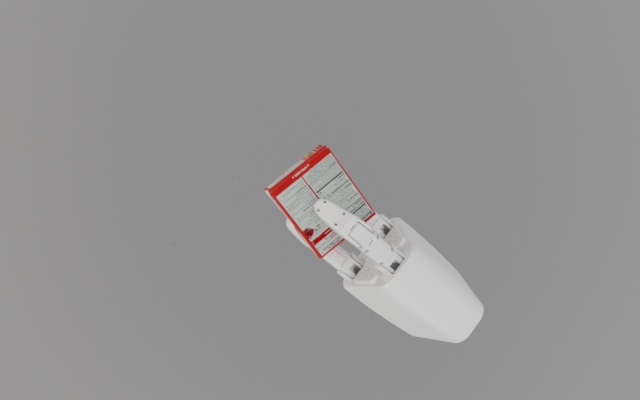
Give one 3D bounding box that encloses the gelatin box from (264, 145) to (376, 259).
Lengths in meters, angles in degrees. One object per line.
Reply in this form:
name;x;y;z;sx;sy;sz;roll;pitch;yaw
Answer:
gelatin box;0.000;0.001;0.473;0.073;0.089;0.030;-40;17;-8
